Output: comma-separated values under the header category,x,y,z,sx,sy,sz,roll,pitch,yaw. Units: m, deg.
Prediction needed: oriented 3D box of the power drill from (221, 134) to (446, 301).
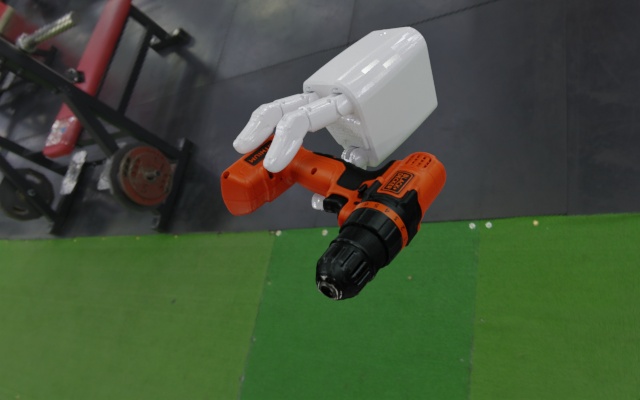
category,x,y,z,sx,sy,sz,roll,pitch,yaw
power drill,0.000,0.001,0.444,0.187,0.057,0.184,18,41,30
